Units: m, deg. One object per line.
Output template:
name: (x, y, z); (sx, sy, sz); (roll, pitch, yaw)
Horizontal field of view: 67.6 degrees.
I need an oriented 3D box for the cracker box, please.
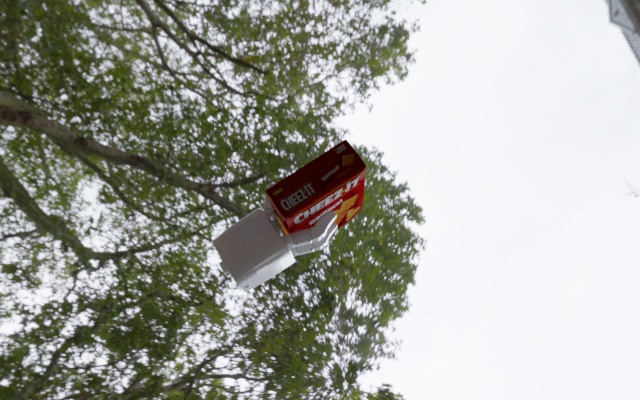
cracker box: (0.000, 0.003, 0.876); (0.164, 0.072, 0.214); (-34, -19, -10)
